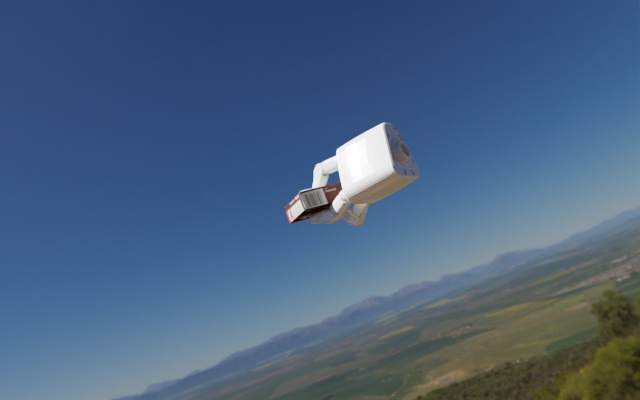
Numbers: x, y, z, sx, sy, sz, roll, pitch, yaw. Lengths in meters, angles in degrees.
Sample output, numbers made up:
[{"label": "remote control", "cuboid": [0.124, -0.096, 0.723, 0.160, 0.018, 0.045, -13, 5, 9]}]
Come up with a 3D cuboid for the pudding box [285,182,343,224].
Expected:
[{"label": "pudding box", "cuboid": [0.000, 0.003, 0.891, 0.113, 0.039, 0.090, -12, -14, -26]}]
